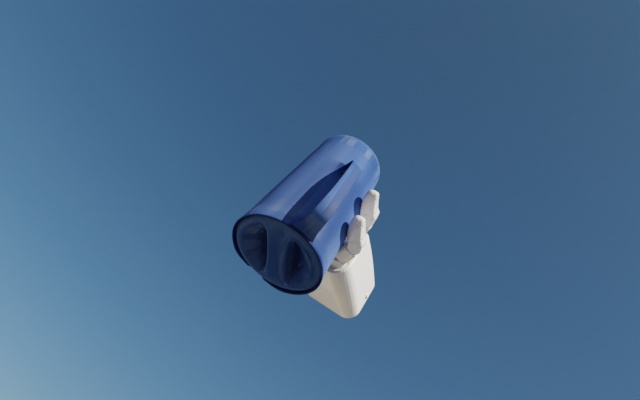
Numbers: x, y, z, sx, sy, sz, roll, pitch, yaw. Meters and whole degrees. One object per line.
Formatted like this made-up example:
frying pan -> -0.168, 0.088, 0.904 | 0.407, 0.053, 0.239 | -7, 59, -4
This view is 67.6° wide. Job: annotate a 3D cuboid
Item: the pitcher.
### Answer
pitcher -> 0.000, 0.002, 0.677 | 0.149, 0.145, 0.242 | 8, 39, 28
